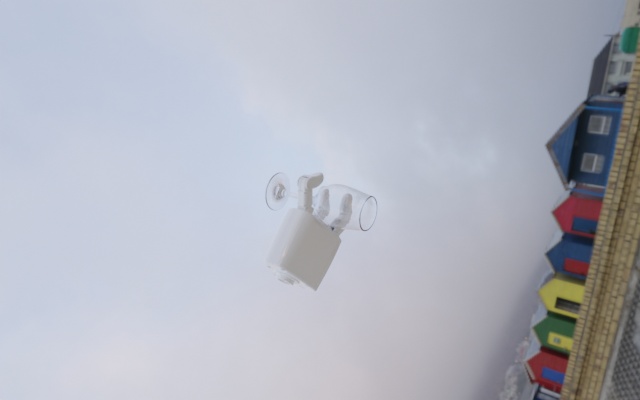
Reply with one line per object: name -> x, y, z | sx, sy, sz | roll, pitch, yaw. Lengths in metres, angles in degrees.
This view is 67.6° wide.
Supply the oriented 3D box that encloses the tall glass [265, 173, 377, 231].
tall glass -> 0.000, 0.003, 0.863 | 0.201, 0.079, 0.079 | 13, 7, 32
